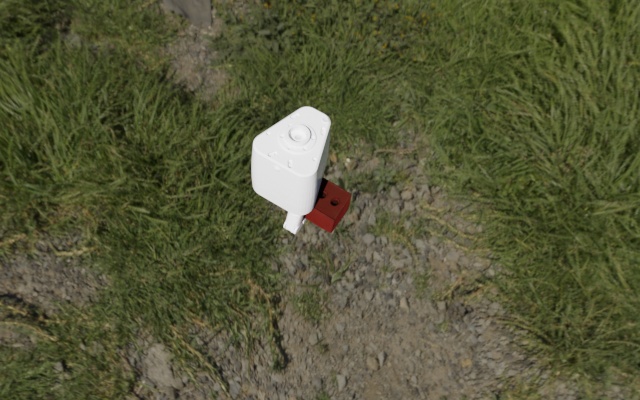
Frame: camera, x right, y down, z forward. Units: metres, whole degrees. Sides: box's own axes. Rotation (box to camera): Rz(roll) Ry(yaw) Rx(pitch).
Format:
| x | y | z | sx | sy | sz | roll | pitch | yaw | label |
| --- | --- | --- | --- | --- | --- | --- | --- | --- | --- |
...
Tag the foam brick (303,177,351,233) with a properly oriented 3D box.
| x | y | z | sx | sy | sz | roll | pitch | yaw | label |
| --- | --- | --- | --- | --- | --- | --- | --- | --- | --- |
| 0.000 | 0.002 | 0.728 | 0.078 | 0.053 | 0.051 | 30 | -27 | 9 | foam brick |
